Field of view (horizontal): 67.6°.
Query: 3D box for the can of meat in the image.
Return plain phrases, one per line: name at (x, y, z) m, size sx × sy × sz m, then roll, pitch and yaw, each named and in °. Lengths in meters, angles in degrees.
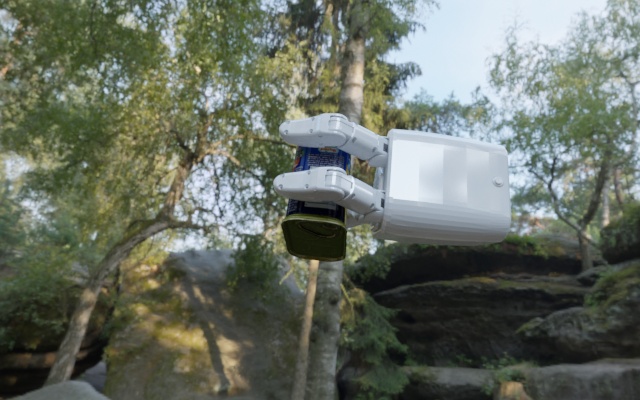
can of meat at (0.000, 0.001, 0.453) m, size 0.057 × 0.084 × 0.102 m, roll 5°, pitch -25°, yaw 5°
